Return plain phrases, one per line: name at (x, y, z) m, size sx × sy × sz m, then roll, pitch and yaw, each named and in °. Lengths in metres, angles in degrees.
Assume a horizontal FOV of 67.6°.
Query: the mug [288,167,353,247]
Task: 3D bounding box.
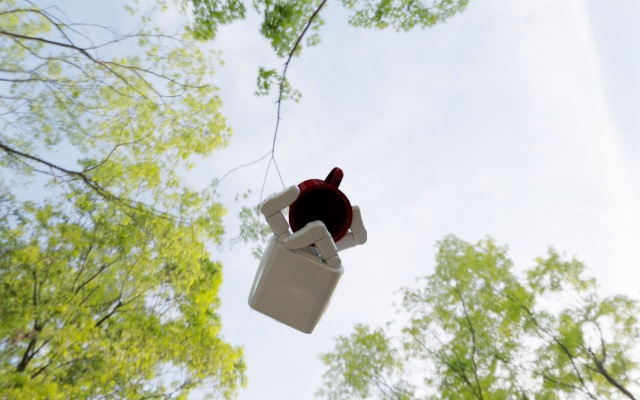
mug at (0.001, 0.001, 0.713) m, size 0.093 × 0.117 × 0.081 m, roll 24°, pitch 9°, yaw -13°
